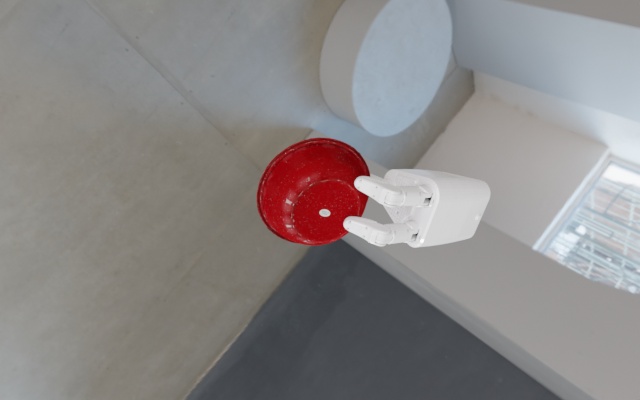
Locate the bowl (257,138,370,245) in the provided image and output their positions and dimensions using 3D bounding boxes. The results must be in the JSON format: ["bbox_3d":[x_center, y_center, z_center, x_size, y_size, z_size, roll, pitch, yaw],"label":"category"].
[{"bbox_3d":[-0.001,0.002,0.628,0.162,0.162,0.055,0,28,-18],"label":"bowl"}]
